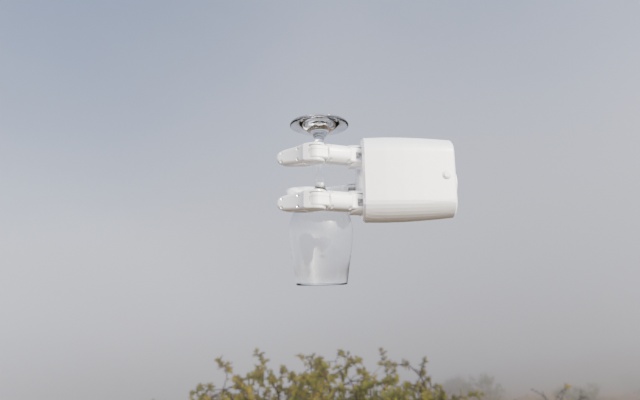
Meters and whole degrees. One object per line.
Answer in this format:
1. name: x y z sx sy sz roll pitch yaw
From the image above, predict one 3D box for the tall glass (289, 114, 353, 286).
1. tall glass: 0.000 0.001 0.584 0.079 0.201 0.079 -1 -11 0
